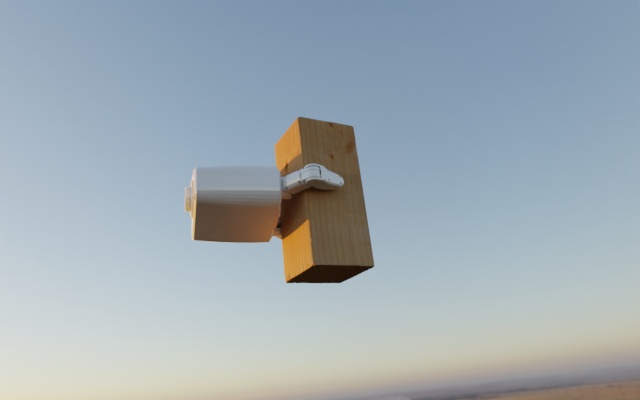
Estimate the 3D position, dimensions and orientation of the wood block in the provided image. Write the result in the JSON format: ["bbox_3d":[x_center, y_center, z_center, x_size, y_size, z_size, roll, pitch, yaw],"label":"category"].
[{"bbox_3d":[0.000,0.002,0.655,0.090,0.206,0.091,5,-25,-28],"label":"wood block"}]
